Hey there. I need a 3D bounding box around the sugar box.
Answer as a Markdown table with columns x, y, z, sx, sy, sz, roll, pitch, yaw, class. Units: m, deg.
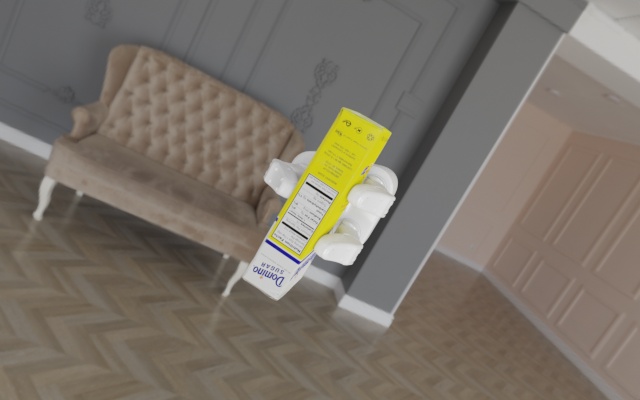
| x | y | z | sx | sy | sz | roll | pitch | yaw | class |
| --- | --- | --- | --- | --- | --- | --- | --- | --- | --- |
| 0.001 | 0.002 | 0.446 | 0.048 | 0.176 | 0.093 | 31 | 12 | 9 | sugar box |
